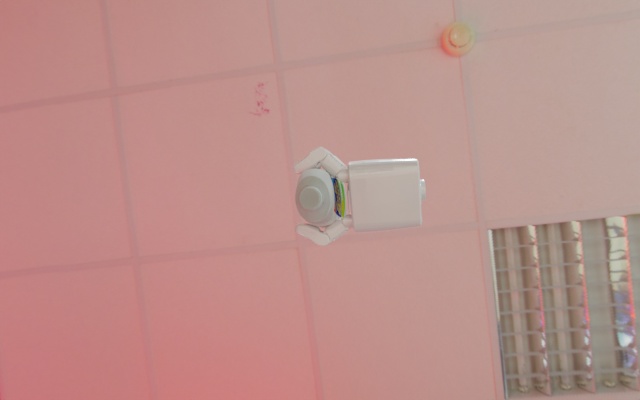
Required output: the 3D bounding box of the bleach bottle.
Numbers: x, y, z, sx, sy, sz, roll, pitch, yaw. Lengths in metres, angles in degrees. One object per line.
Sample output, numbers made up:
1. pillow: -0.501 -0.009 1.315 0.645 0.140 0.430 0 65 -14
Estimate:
1. bleach bottle: 0.000 0.002 0.757 0.068 0.102 0.251 -3 1 7
